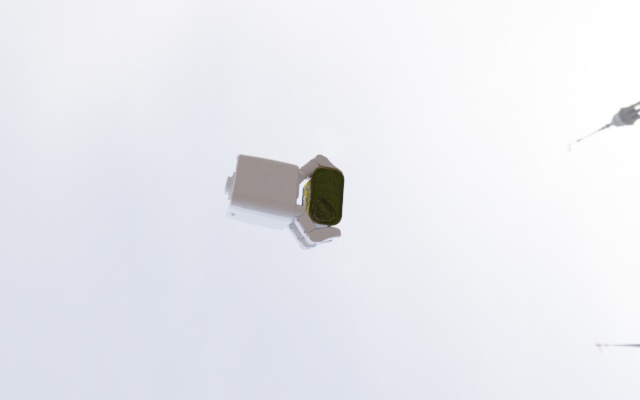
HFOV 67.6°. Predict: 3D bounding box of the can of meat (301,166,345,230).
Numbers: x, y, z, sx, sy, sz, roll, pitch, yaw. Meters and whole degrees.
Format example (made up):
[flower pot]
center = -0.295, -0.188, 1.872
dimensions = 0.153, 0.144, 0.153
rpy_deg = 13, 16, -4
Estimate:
[can of meat]
center = 0.000, 0.003, 0.832
dimensions = 0.057, 0.102, 0.084
rpy_deg = 9, -18, -15
